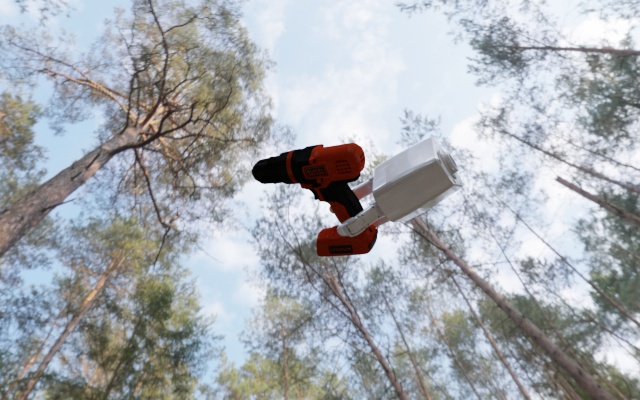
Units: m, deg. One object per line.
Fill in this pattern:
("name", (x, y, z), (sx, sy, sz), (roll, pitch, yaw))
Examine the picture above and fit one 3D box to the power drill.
("power drill", (0.001, 0.003, 0.743), (0.184, 0.188, 0.057), (-5, 35, 28))
